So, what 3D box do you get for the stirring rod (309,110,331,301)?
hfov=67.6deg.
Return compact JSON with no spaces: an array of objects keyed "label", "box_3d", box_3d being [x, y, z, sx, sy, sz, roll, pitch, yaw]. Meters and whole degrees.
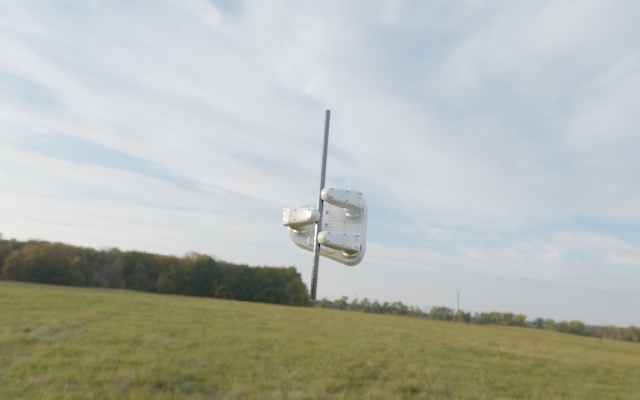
[{"label":"stirring rod","box_3d":[0.000,0.002,0.591,0.011,0.239,0.011,4,-11,1]}]
